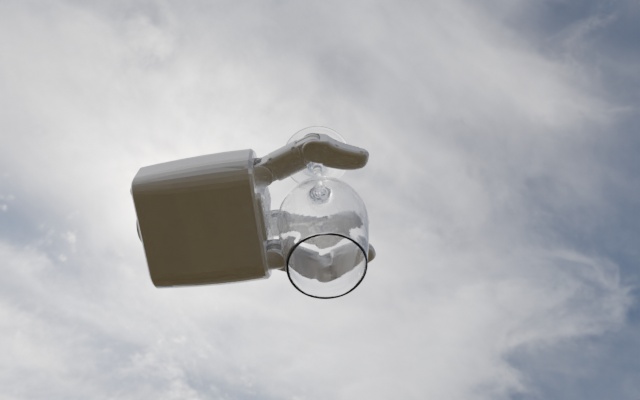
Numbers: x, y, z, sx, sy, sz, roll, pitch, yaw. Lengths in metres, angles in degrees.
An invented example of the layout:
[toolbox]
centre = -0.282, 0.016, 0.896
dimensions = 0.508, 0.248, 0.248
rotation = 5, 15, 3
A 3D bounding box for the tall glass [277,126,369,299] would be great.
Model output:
[tall glass]
centre = 0.000, 0.001, 0.440
dimensions = 0.079, 0.079, 0.201
rotation = 0, 29, -3
